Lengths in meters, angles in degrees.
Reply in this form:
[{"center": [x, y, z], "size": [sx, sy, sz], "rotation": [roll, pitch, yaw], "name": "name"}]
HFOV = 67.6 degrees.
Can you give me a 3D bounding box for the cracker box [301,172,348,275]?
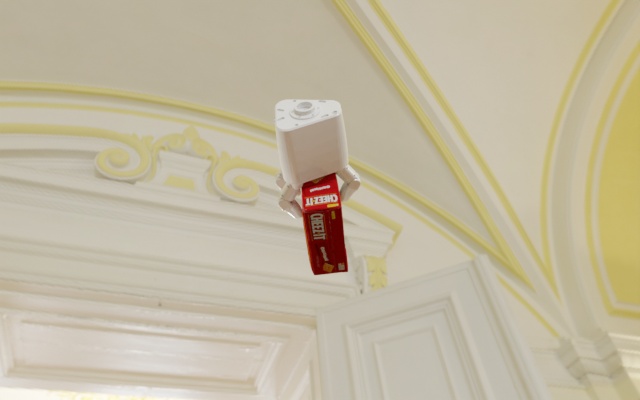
[{"center": [0.000, 0.003, 0.874], "size": [0.072, 0.164, 0.213], "rotation": [-8, 42, 1], "name": "cracker box"}]
